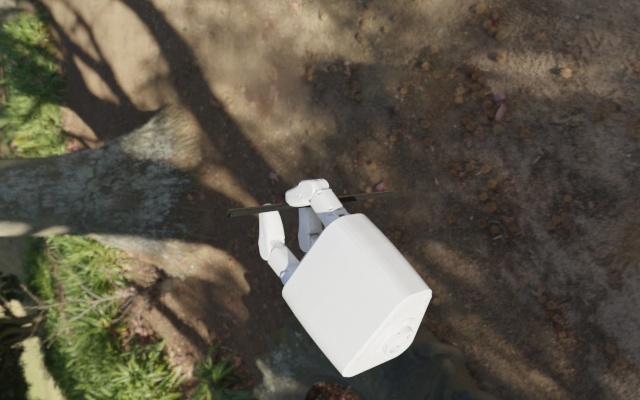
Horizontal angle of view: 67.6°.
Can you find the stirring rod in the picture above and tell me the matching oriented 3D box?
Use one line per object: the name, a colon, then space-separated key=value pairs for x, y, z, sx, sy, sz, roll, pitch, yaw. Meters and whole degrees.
stirring rod: x=0.000 y=0.002 z=0.555 sx=0.239 sy=0.011 sz=0.011 roll=-7 pitch=4 yaw=-39
